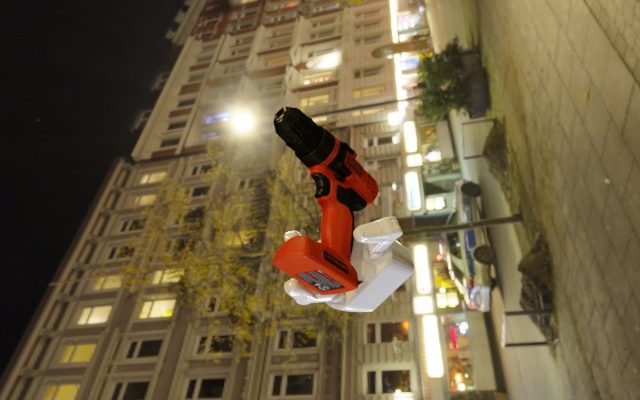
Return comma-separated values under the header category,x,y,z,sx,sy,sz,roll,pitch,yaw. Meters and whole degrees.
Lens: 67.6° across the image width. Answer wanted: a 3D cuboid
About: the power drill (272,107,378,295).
category,x,y,z,sx,sy,sz,roll,pitch,yaw
power drill,0.000,0.002,0.565,0.057,0.187,0.184,-19,-43,38
